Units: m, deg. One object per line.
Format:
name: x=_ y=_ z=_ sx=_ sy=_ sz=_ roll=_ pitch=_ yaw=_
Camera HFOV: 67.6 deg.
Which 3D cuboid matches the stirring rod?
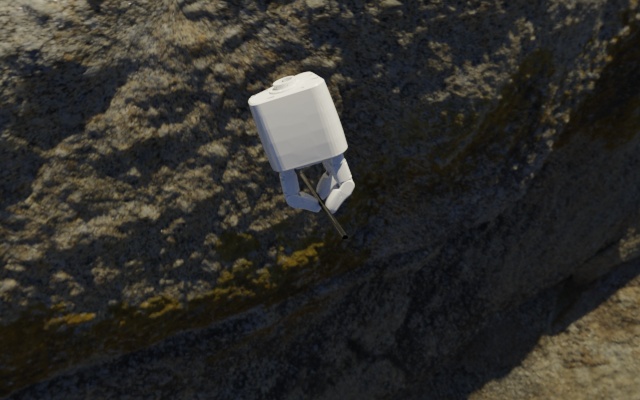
stirring rod: x=0.000 y=0.002 z=0.733 sx=0.011 sy=0.011 sz=0.239 roll=0 pitch=23 yaw=-17
